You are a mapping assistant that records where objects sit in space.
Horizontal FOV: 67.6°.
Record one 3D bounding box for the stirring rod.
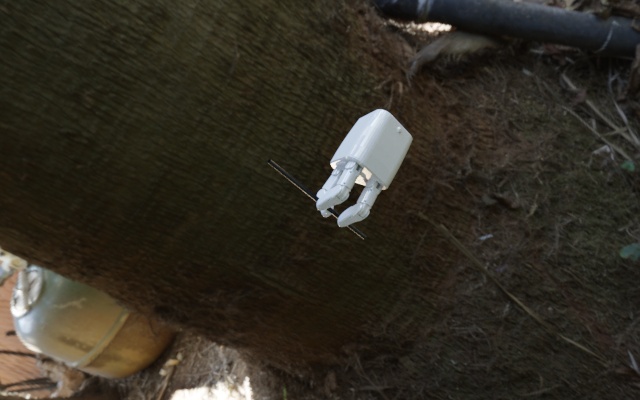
[{"bbox_3d":[0.000,0.003,0.809,0.240,0.011,0.011,39,-23,-31],"label":"stirring rod"}]
